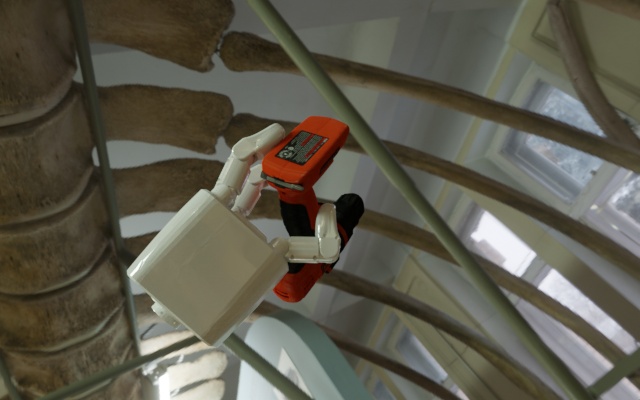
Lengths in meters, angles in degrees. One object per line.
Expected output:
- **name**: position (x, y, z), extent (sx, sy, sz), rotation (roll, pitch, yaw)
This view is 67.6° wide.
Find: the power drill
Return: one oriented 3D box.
- **power drill**: position (0.000, 0.002, 0.551), extent (0.057, 0.188, 0.184), rotation (17, 46, 24)
